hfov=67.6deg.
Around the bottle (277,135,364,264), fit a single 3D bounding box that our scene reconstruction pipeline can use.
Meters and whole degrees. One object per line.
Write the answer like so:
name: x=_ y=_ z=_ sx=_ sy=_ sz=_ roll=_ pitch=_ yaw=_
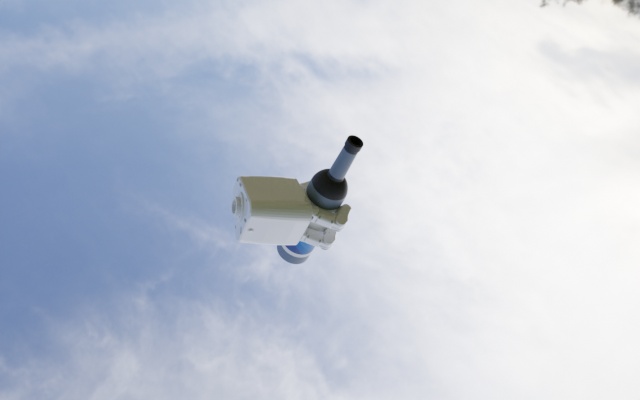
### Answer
bottle: x=0.000 y=0.003 z=0.831 sx=0.069 sy=0.069 sz=0.296 roll=0 pitch=-40 yaw=-28
